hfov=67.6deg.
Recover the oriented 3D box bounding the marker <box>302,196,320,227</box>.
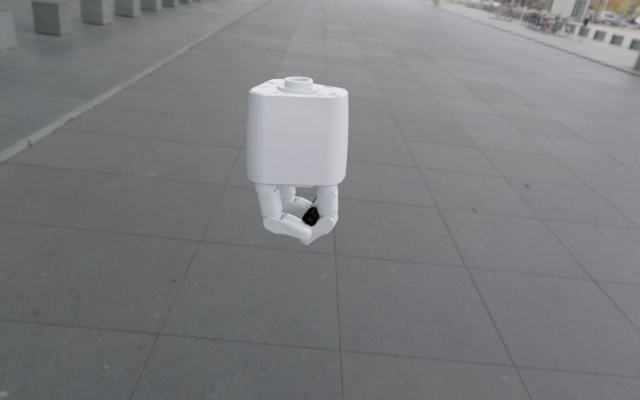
[{"bbox_3d":[0.000,0.002,0.627,0.020,0.020,0.121,0,23,16],"label":"marker"}]
